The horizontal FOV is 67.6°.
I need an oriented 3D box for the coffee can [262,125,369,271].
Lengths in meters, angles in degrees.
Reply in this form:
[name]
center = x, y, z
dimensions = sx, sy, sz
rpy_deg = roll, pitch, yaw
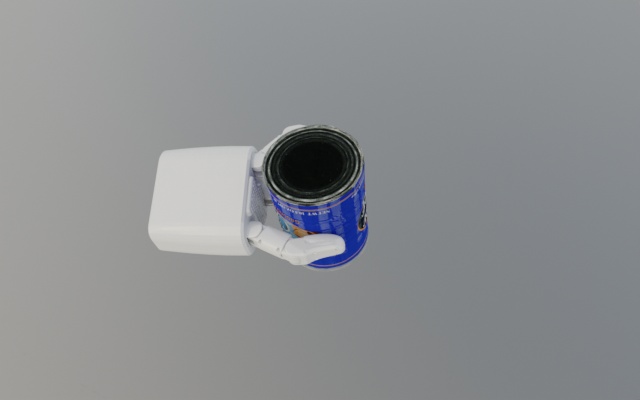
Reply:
[coffee can]
center = 0.000, 0.002, 0.529
dimensions = 0.103, 0.102, 0.140
rpy_deg = 0, -35, 8
